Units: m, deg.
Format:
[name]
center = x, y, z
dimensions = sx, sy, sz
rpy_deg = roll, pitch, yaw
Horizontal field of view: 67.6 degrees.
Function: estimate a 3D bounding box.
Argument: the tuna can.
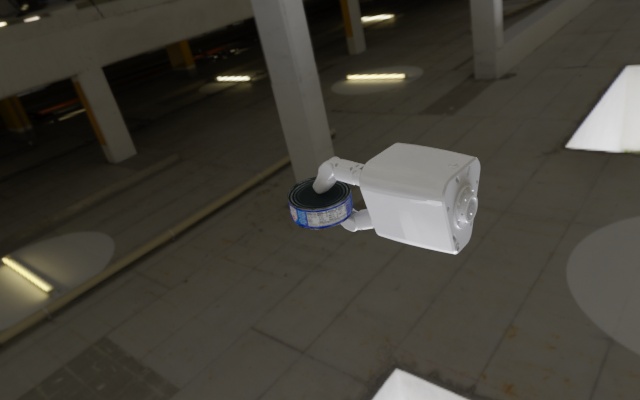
[tuna can]
center = 0.000, 0.003, 0.637
dimensions = 0.086, 0.034, 0.086
rpy_deg = -7, 31, 4
